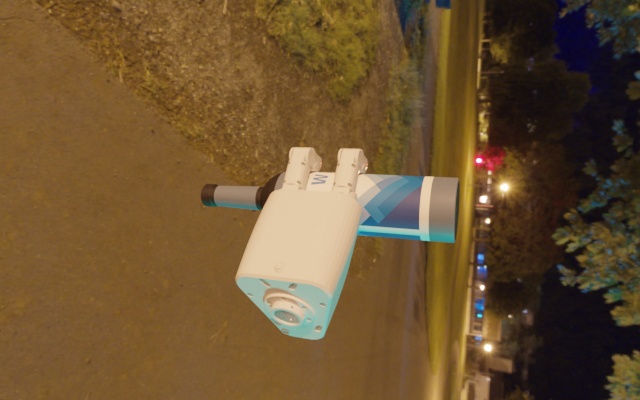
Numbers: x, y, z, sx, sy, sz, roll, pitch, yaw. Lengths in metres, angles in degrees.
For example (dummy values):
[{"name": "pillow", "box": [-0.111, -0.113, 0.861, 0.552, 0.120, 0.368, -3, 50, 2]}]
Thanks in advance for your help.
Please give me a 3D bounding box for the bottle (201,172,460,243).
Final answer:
[{"name": "bottle", "box": [0.000, 0.002, 0.534, 0.295, 0.069, 0.069, 3, 1, 19]}]
